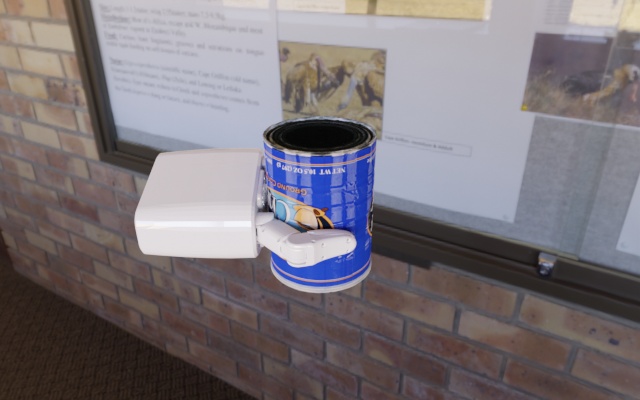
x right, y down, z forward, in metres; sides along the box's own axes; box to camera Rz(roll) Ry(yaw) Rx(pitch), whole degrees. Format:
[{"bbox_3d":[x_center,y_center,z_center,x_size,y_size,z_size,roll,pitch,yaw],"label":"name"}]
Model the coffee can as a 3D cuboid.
[{"bbox_3d":[0.000,0.002,0.458,0.103,0.140,0.102,0,27,0],"label":"coffee can"}]
